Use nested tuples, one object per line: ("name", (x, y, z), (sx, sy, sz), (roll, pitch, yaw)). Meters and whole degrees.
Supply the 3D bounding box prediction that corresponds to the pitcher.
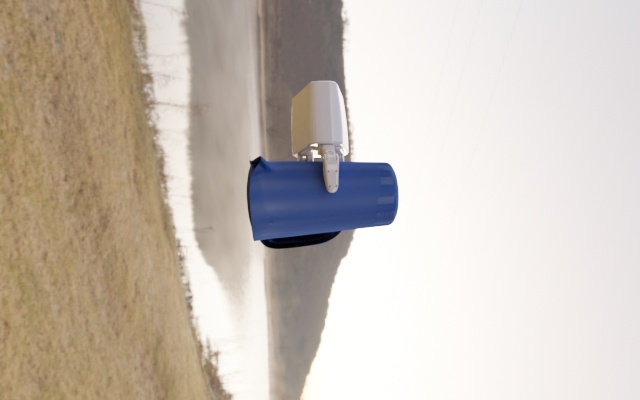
("pitcher", (0.000, 0.002, 0.800), (0.243, 0.145, 0.149), (-3, -7, -6))
